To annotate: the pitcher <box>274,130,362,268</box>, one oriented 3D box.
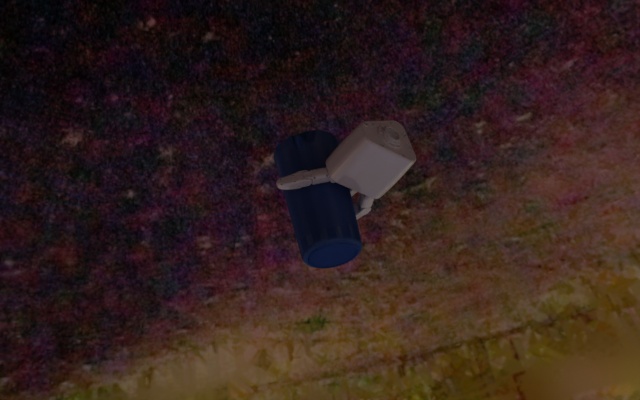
[{"bbox_3d":[0.000,0.003,0.896,0.149,0.242,0.145,9,-39,-33],"label":"pitcher"}]
